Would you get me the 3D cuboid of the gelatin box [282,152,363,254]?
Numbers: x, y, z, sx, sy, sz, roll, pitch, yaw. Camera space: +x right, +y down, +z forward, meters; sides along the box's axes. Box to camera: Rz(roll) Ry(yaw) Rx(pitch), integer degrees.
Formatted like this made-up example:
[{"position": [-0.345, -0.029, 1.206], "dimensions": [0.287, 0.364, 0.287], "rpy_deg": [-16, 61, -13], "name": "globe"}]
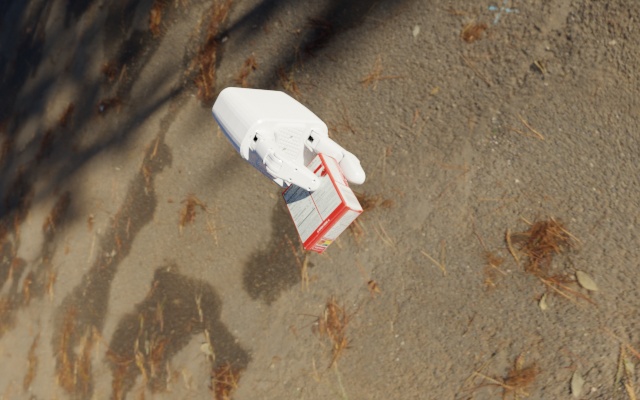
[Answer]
[{"position": [0.000, 0.002, 0.535], "dimensions": [0.030, 0.089, 0.073], "rpy_deg": [19, -56, -41], "name": "gelatin box"}]
